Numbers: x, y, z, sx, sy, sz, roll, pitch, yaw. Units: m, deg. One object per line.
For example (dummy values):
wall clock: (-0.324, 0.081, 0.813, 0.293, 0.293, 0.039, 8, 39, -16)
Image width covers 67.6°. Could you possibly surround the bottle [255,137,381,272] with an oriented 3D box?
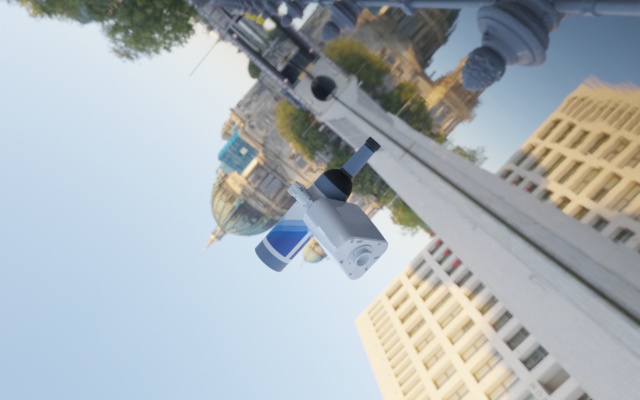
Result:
bottle: (0.000, 0.003, 0.867, 0.069, 0.296, 0.069, 41, 9, -8)
